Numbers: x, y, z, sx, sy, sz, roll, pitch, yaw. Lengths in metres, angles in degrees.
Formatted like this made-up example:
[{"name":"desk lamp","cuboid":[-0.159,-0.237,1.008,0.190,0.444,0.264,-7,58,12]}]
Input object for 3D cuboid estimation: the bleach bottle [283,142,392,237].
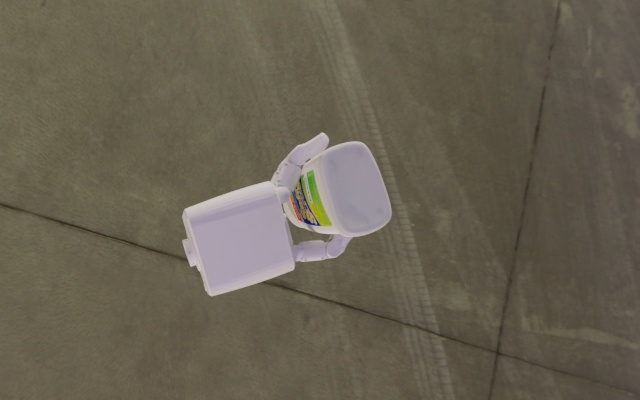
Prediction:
[{"name":"bleach bottle","cuboid":[0.000,0.002,0.611,0.068,0.102,0.251,-17,-2,-19]}]
